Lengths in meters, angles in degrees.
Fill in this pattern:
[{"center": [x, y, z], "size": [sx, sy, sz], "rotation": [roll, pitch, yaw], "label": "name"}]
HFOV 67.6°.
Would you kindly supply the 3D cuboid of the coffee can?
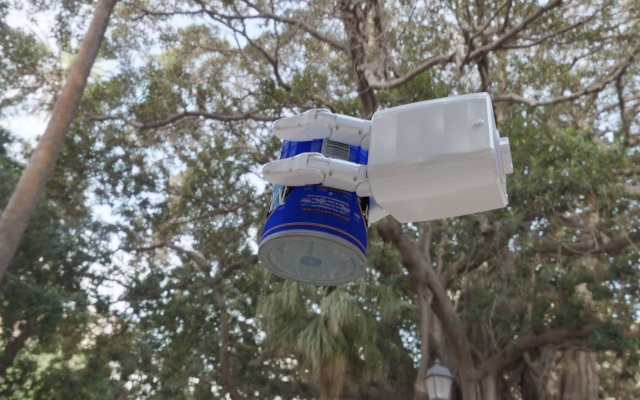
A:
[{"center": [0.000, 0.002, 0.485], "size": [0.103, 0.140, 0.103], "rotation": [6, -33, 4], "label": "coffee can"}]
